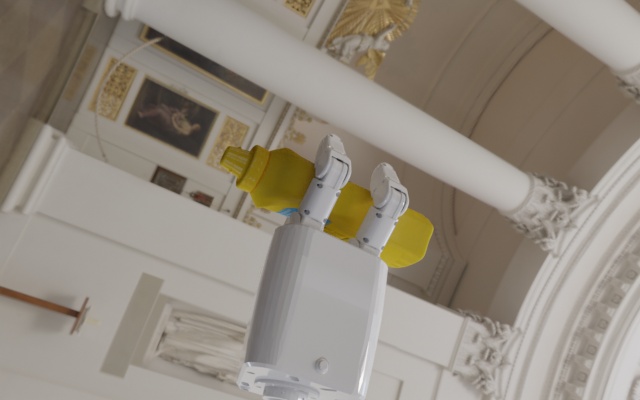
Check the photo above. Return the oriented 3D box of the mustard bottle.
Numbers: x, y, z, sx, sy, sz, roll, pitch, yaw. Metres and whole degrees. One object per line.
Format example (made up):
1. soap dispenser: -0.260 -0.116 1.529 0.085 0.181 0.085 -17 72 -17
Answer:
1. mustard bottle: 0.000 0.001 0.433 0.192 0.058 0.096 25 -9 -19
